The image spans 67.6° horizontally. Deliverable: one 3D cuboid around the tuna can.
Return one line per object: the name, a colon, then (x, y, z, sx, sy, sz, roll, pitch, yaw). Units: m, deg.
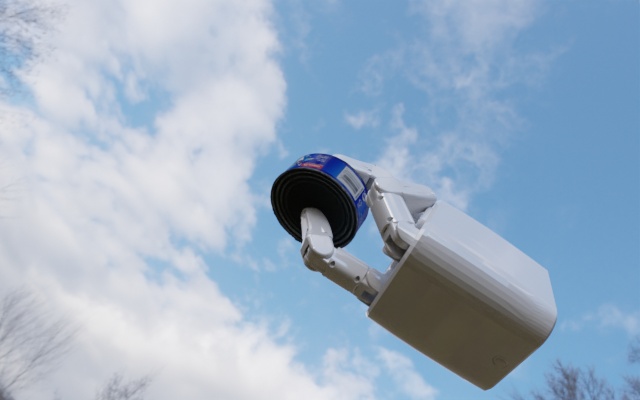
tuna can: (0.000, 0.001, 0.430, 0.086, 0.086, 0.033, 0, 31, 31)
